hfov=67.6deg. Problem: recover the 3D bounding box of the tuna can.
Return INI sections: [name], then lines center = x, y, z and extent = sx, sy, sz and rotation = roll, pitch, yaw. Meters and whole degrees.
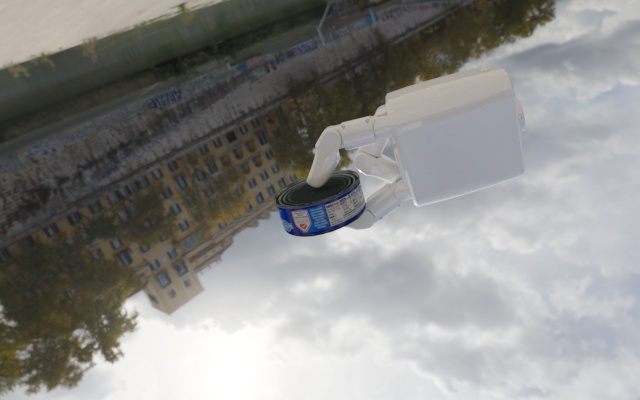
[tuna can]
center = 0.000, 0.002, 0.464
extent = 0.086, 0.034, 0.086
rotation = -15, 19, 5
